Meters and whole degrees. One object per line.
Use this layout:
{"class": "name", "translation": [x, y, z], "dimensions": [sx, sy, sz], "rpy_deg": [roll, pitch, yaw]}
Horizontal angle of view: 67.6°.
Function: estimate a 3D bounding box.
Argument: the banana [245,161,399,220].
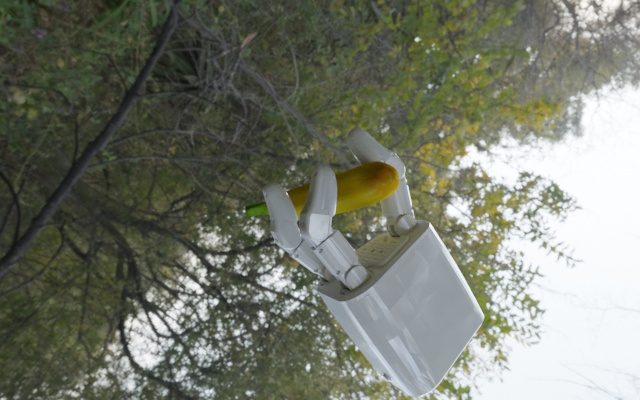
{"class": "banana", "translation": [0.011, -0.004, 0.437], "dimensions": [0.069, 0.037, 0.198], "rpy_deg": [-24, 5, -41]}
